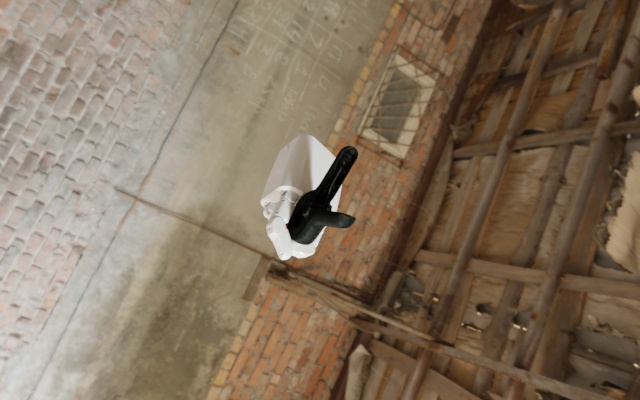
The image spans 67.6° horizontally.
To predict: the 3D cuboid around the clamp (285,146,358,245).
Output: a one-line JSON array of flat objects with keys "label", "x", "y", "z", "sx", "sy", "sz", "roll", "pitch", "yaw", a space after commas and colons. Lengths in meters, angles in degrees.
[{"label": "clamp", "x": 0.001, "y": 0.003, "z": 0.653, "sx": 0.039, "sy": 0.120, "sz": 0.171, "roll": 29, "pitch": -32, "yaw": -22}]
